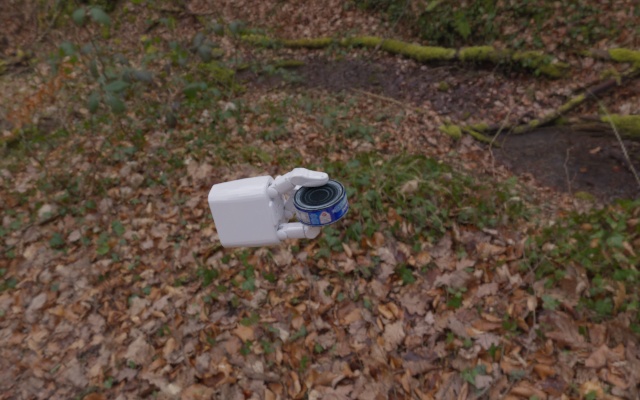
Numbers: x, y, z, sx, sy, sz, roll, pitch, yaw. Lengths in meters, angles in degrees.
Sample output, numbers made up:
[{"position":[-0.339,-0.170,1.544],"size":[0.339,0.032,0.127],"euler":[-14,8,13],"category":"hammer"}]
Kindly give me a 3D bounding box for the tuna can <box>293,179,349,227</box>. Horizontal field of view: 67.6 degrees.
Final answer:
[{"position":[0.000,0.002,0.754],"size":[0.086,0.034,0.086],"euler":[-9,35,6],"category":"tuna can"}]
